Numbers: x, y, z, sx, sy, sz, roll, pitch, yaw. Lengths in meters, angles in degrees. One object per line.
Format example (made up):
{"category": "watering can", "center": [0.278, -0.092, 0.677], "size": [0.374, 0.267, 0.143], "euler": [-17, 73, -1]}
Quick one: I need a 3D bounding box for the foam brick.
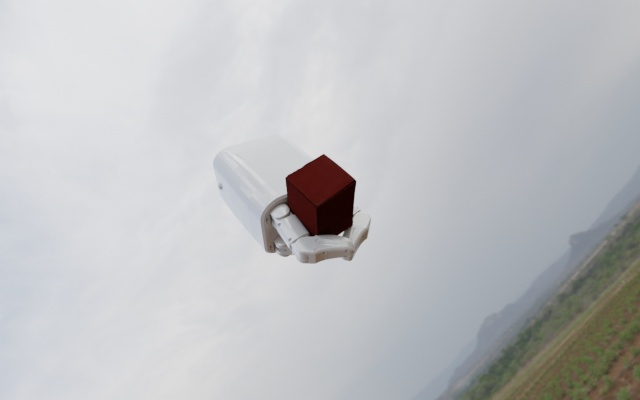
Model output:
{"category": "foam brick", "center": [0.000, 0.001, 0.498], "size": [0.053, 0.051, 0.078], "euler": [-33, -31, -23]}
